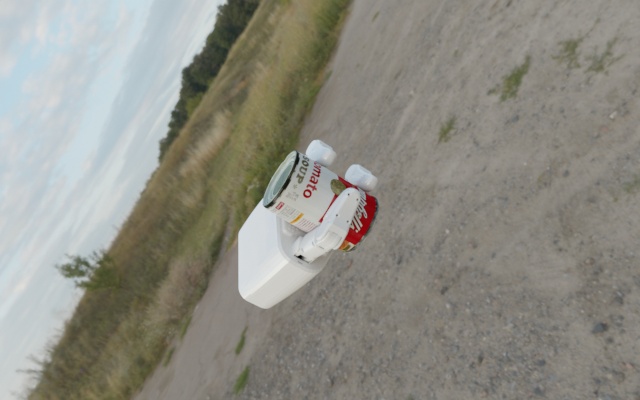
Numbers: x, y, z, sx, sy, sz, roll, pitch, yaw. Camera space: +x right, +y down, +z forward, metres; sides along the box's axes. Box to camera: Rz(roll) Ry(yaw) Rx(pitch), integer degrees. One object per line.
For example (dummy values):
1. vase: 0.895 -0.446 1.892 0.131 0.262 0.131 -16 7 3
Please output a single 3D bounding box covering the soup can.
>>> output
1. soup can: 0.000 0.001 0.495 0.102 0.068 0.068 30 -10 -17
